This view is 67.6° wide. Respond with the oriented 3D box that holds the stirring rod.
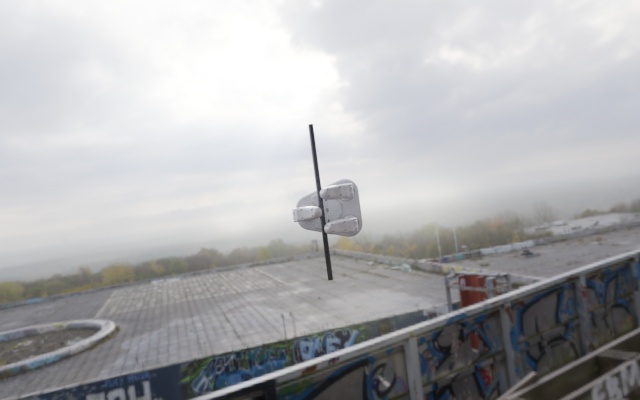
[{"bbox_3d":[0.000,0.003,0.732,0.011,0.239,0.011,-7,0,0],"label":"stirring rod"}]
